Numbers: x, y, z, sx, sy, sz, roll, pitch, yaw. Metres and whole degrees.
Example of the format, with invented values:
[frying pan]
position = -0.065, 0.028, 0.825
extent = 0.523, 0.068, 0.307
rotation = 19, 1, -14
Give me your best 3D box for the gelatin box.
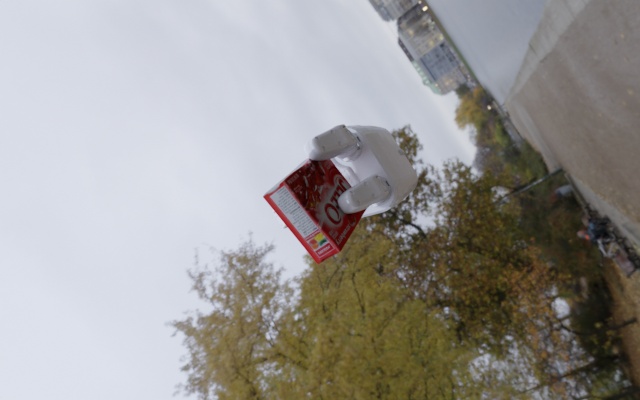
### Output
[gelatin box]
position = 0.000, 0.002, 0.416
extent = 0.030, 0.073, 0.089
rotation = -34, 7, 31
